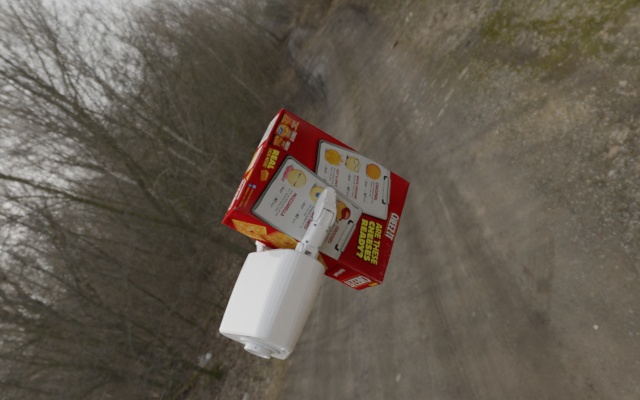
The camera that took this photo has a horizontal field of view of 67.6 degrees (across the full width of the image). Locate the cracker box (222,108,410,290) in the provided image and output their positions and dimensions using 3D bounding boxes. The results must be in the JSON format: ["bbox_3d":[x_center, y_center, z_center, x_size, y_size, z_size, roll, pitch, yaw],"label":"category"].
[{"bbox_3d":[0.000,0.002,0.647,0.214,0.164,0.072,29,-28,-15],"label":"cracker box"}]
